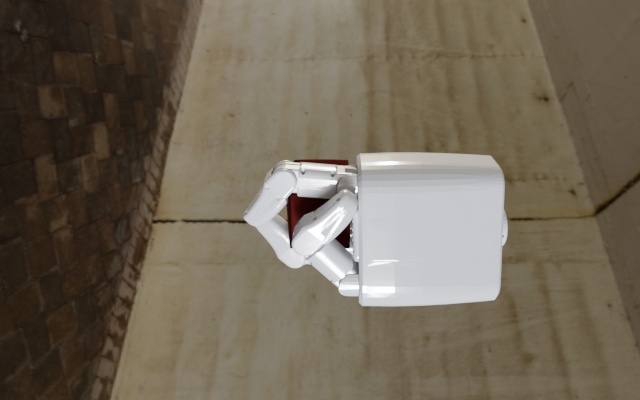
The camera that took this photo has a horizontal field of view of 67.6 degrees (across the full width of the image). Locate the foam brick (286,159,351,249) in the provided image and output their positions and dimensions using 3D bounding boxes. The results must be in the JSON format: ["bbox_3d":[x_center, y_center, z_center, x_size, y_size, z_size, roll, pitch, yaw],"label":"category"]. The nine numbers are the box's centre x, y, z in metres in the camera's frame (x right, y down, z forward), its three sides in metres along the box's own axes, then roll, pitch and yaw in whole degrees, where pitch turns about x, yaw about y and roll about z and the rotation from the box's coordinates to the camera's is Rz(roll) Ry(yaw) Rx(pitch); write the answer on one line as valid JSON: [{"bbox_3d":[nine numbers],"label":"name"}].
[{"bbox_3d":[0.000,0.001,0.419,0.051,0.053,0.078,-1,26,3],"label":"foam brick"}]
